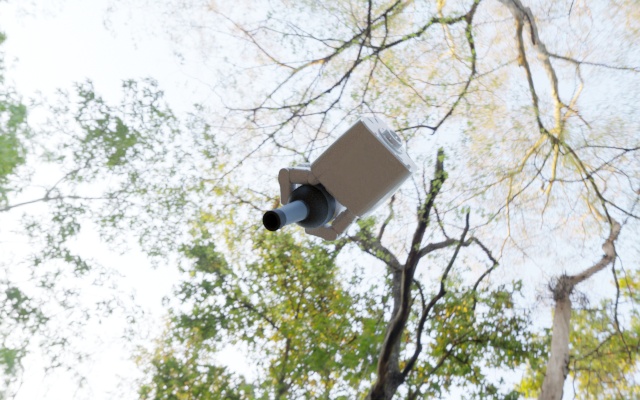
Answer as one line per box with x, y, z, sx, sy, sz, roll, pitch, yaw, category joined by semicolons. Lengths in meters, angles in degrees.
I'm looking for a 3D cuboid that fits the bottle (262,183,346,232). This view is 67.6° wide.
0.000;0.002;0.729;0.069;0.069;0.295;0;9;25;bottle
